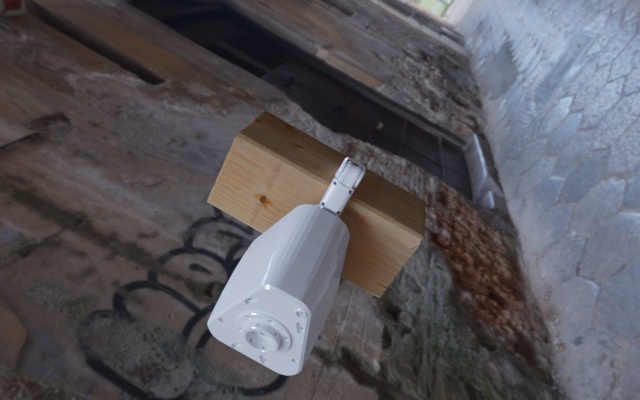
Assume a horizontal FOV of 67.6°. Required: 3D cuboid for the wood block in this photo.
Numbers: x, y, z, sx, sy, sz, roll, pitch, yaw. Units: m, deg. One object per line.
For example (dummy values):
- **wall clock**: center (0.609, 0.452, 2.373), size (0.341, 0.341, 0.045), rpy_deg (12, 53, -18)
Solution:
- **wood block**: center (0.000, 0.002, 0.513), size (0.206, 0.091, 0.090), rpy_deg (30, 28, -2)
